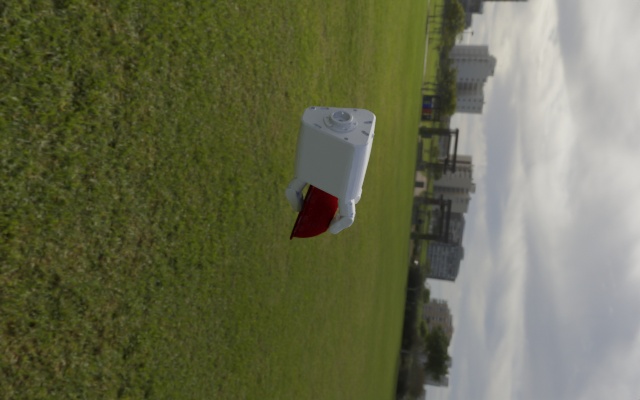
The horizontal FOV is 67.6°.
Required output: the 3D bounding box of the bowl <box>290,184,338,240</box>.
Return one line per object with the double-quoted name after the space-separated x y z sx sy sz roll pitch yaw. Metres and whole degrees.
0.000 0.003 0.833 0.055 0.162 0.162 22 -2 -4 "bowl"
